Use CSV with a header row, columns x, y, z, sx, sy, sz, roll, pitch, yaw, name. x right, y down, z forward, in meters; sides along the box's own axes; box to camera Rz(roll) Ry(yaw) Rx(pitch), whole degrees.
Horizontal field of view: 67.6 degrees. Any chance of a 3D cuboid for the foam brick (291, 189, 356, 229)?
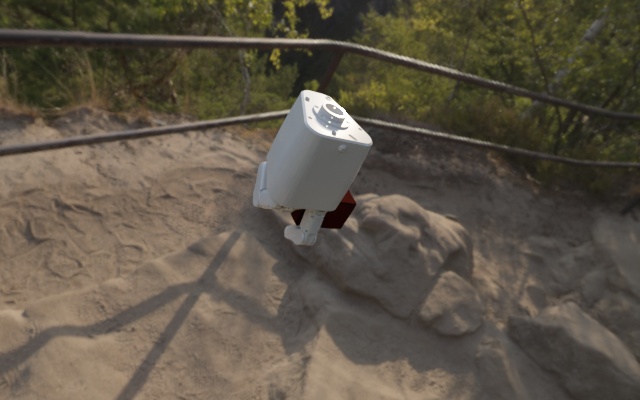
x,y,z,sx,sy,sz,roll,pitch,yaw,name
0.000,0.002,0.663,0.078,0.051,0.053,7,39,-33,foam brick
